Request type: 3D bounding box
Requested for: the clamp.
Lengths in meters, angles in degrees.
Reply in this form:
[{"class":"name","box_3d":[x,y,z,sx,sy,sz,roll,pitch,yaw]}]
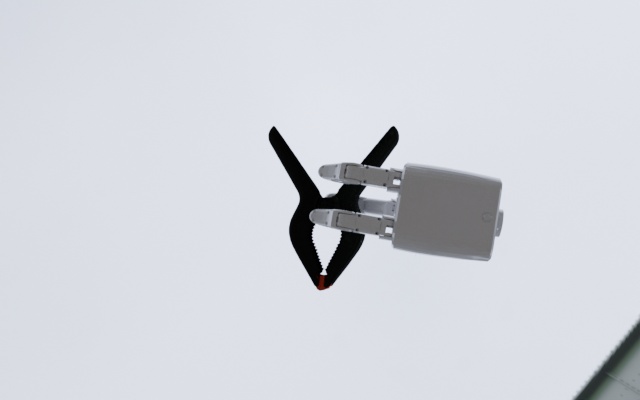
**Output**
[{"class":"clamp","box_3d":[0.000,0.003,0.589,0.164,0.210,0.036,9,-4,14]}]
